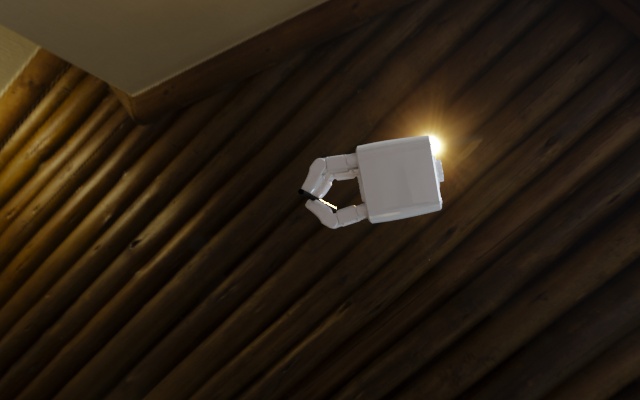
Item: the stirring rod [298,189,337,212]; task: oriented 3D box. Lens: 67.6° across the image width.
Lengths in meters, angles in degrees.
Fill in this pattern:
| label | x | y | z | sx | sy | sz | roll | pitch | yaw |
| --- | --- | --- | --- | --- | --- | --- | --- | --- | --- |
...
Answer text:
| label | x | y | z | sx | sy | sz | roll | pitch | yaw |
| --- | --- | --- | --- | --- | --- | --- | --- | --- | --- |
| stirring rod | 0.000 | 0.003 | 0.764 | 0.011 | 0.011 | 0.239 | 0 | -7 | 13 |
